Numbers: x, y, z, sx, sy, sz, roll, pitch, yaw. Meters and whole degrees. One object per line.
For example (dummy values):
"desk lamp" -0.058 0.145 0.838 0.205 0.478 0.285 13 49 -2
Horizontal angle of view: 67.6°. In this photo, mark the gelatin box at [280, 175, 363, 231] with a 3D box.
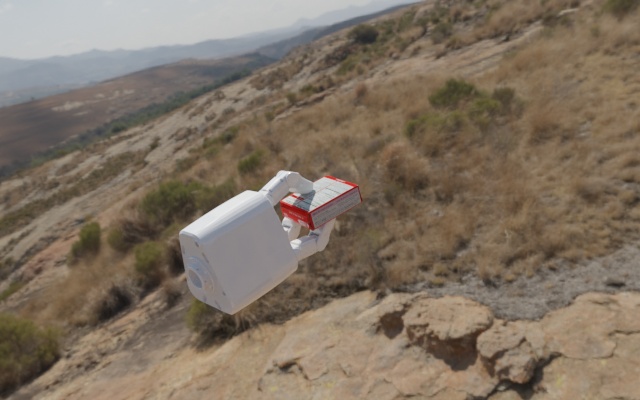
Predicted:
"gelatin box" 0.000 0.002 0.654 0.089 0.030 0.073 -30 28 -26
